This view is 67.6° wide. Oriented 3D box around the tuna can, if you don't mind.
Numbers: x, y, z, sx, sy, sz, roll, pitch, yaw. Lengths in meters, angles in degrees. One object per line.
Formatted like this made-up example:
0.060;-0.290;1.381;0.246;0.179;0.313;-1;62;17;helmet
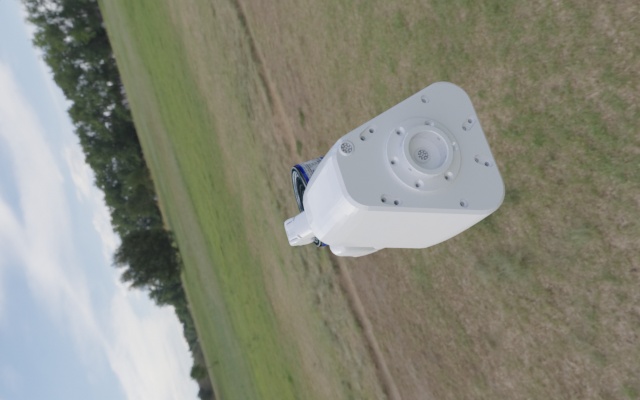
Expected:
0.000;0.002;0.471;0.034;0.086;0.086;-18;4;-11;tuna can
